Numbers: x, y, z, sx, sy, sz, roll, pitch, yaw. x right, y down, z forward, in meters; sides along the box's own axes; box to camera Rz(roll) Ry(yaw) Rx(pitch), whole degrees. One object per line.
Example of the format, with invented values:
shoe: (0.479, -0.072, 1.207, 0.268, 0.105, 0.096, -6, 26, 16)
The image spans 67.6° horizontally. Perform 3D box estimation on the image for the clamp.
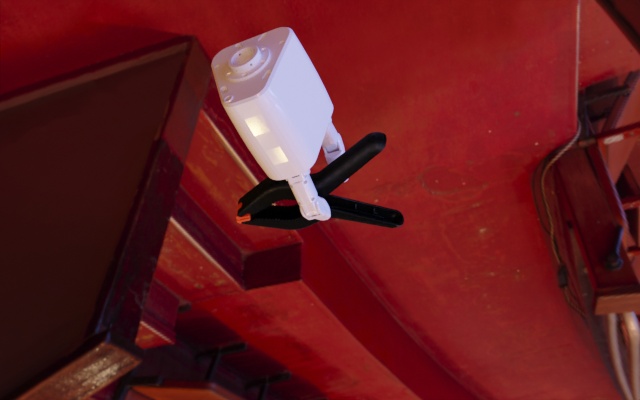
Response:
clamp: (0.000, 0.003, 0.591, 0.210, 0.036, 0.165, -15, -41, 16)
